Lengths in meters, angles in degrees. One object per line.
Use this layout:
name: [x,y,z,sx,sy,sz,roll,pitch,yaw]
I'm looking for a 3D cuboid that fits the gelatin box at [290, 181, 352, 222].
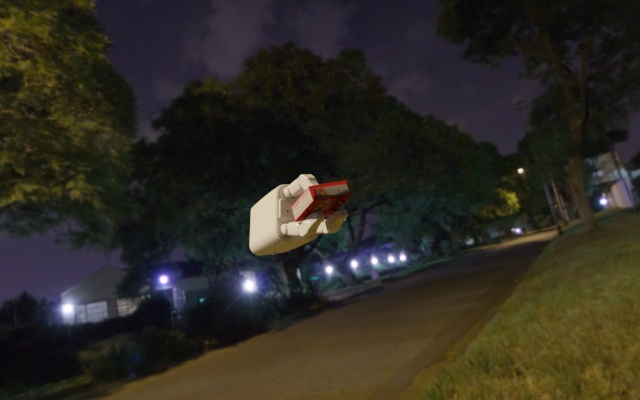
gelatin box: [0.000,0.002,0.798,0.073,0.030,0.089,-8,-21,-29]
